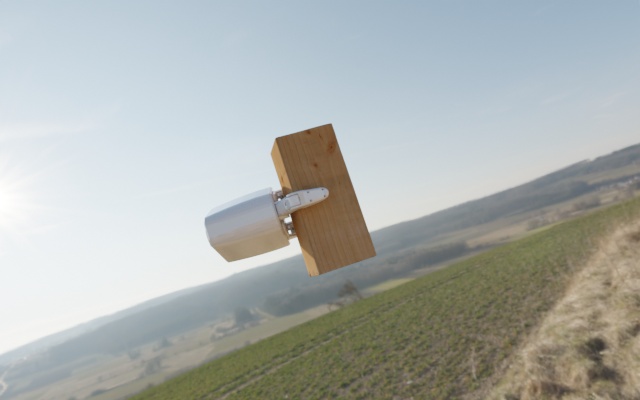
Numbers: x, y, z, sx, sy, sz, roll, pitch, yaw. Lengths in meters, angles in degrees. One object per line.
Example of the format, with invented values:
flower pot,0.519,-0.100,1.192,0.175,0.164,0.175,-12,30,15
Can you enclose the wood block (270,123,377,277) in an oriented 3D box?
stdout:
wood block,0.000,0.002,0.723,0.090,0.206,0.091,-17,-7,-14
